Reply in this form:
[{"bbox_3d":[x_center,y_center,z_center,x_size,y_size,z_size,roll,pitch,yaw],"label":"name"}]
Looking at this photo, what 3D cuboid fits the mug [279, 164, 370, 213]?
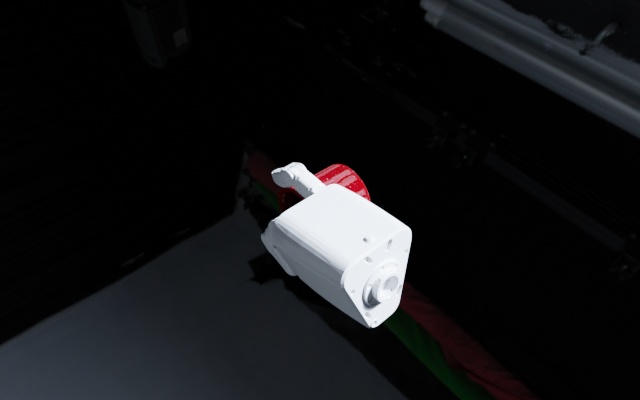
[{"bbox_3d":[-0.001,0.001,0.600,0.081,0.093,0.117,-31,43,-26],"label":"mug"}]
